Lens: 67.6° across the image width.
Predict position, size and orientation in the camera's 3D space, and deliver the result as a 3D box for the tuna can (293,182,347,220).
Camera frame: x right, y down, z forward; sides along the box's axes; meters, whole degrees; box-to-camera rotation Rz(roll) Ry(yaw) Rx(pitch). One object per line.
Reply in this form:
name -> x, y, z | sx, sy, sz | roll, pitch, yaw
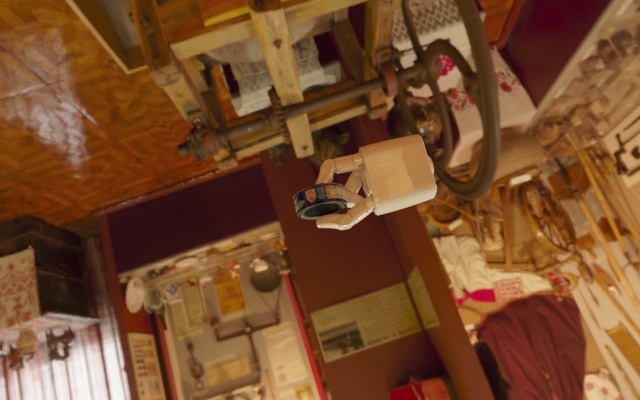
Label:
tuna can -> 0.000, 0.003, 0.779 | 0.086, 0.033, 0.086 | -11, -19, -4
